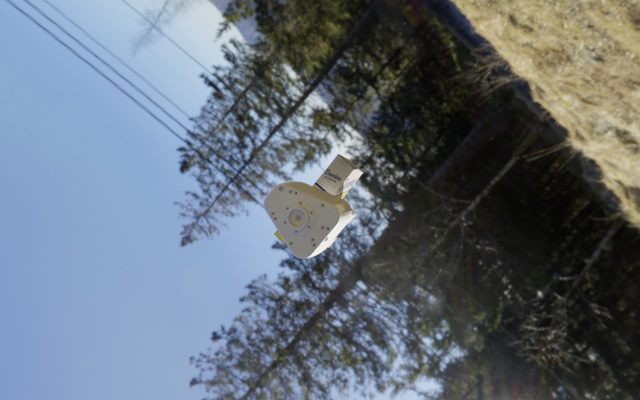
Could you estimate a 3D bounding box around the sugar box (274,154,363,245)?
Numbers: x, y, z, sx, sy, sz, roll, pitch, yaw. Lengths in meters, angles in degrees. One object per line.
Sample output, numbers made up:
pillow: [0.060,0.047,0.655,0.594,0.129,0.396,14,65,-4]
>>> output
sugar box: [0.000,0.003,0.836,0.048,0.176,0.093,43,9,11]
